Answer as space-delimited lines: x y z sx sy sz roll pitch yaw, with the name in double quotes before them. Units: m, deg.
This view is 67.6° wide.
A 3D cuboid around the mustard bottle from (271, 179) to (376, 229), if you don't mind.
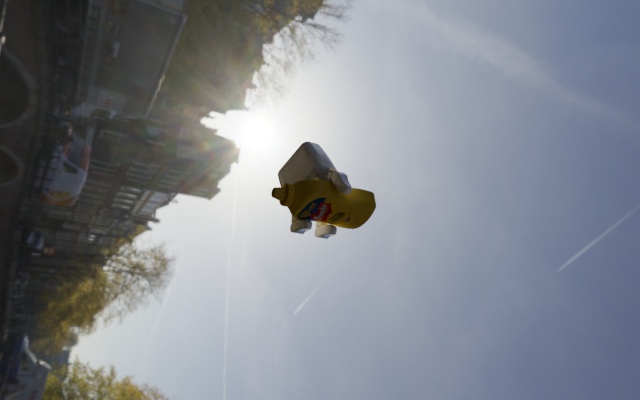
"mustard bottle" 0.000 0.003 0.876 0.191 0.058 0.096 13 -35 -27
